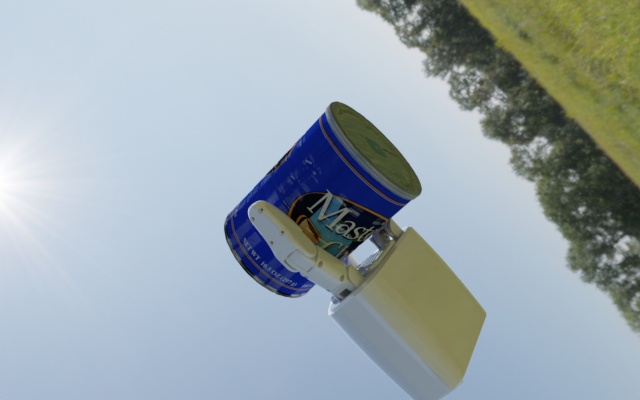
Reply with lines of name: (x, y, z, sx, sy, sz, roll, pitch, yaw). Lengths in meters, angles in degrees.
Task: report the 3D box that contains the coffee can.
coffee can: (0.000, 0.001, 0.410, 0.140, 0.102, 0.103, -44, -20, 23)
